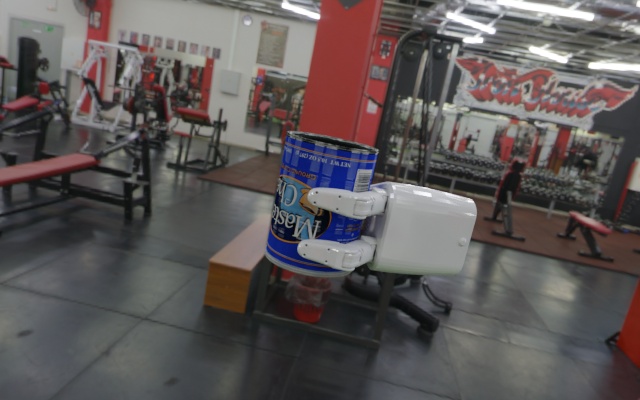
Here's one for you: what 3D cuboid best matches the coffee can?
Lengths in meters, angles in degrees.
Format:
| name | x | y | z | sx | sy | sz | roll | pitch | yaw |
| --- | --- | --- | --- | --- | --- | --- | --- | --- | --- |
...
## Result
| name | x | y | z | sx | sy | sz | roll | pitch | yaw |
| --- | --- | --- | --- | --- | --- | --- | --- | --- | --- |
| coffee can | 0.000 | 0.002 | 0.533 | 0.103 | 0.140 | 0.102 | 11 | 12 | -2 |
